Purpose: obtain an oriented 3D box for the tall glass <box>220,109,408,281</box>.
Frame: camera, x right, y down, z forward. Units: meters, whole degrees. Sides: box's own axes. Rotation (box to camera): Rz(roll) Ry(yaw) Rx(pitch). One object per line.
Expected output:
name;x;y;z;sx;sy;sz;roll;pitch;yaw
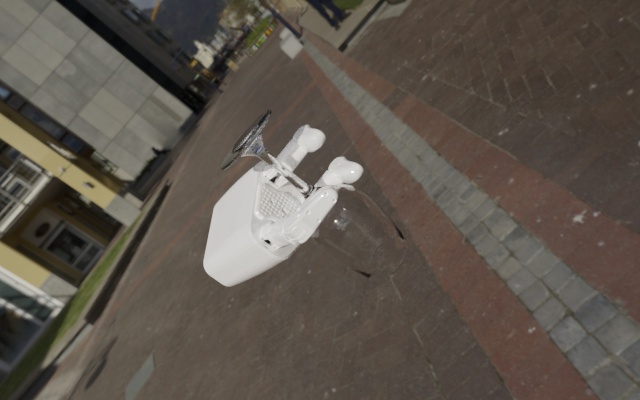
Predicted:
tall glass;0.000;0.001;0.488;0.201;0.079;0.079;40;-15;-19
